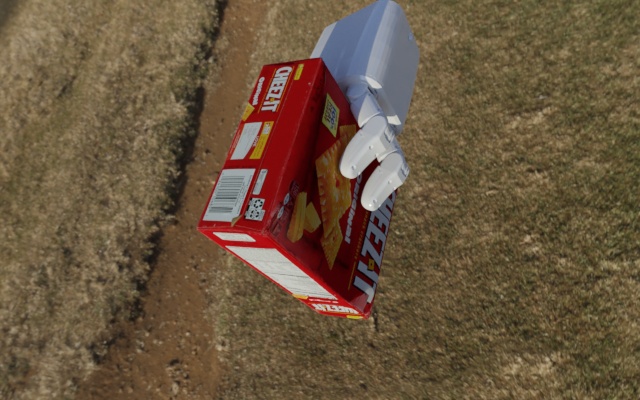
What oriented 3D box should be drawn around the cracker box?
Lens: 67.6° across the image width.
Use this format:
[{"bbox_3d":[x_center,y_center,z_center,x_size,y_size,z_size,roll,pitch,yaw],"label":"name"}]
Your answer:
[{"bbox_3d":[0.000,0.001,0.454,0.072,0.164,0.214,2,-28,31],"label":"cracker box"}]
